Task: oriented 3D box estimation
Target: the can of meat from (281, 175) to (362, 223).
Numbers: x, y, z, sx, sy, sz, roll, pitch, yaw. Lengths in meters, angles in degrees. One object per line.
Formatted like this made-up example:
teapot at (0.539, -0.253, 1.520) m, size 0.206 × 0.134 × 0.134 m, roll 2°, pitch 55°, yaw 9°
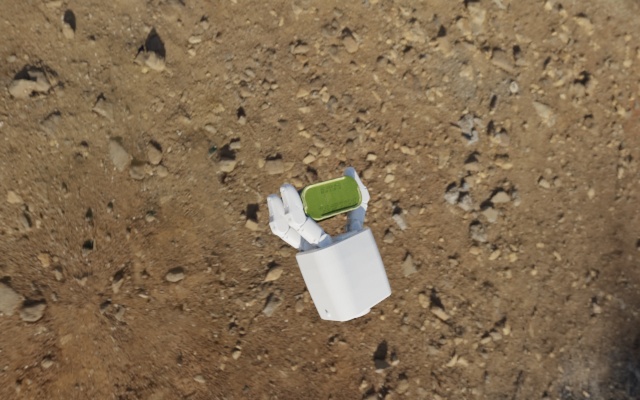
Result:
can of meat at (0.000, 0.002, 0.711) m, size 0.102 × 0.057 × 0.084 m, roll -16°, pitch -3°, yaw -28°
